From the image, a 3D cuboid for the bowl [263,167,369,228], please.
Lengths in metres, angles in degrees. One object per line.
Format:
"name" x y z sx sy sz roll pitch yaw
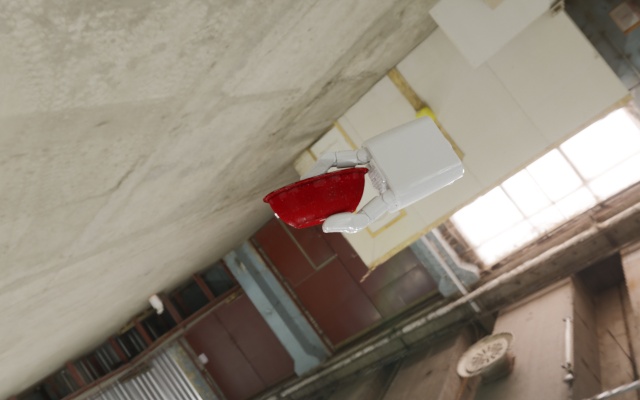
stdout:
"bowl" -0.001 0.003 0.698 0.162 0.055 0.162 -16 -6 -2
